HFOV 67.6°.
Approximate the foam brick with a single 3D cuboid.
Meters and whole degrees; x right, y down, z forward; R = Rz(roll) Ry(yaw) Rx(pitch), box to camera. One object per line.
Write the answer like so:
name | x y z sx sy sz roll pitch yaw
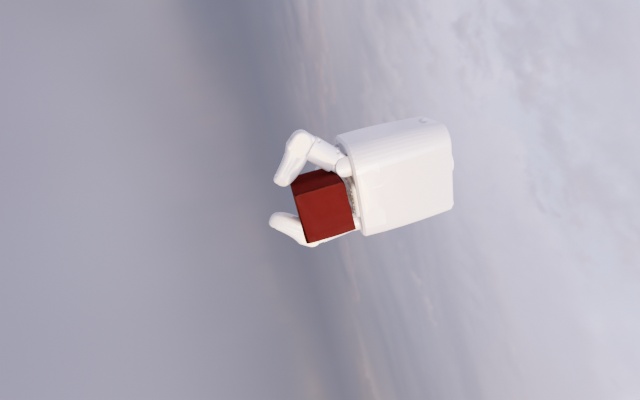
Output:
foam brick | 0.000 0.002 0.491 0.051 0.053 0.078 -15 18 -3
